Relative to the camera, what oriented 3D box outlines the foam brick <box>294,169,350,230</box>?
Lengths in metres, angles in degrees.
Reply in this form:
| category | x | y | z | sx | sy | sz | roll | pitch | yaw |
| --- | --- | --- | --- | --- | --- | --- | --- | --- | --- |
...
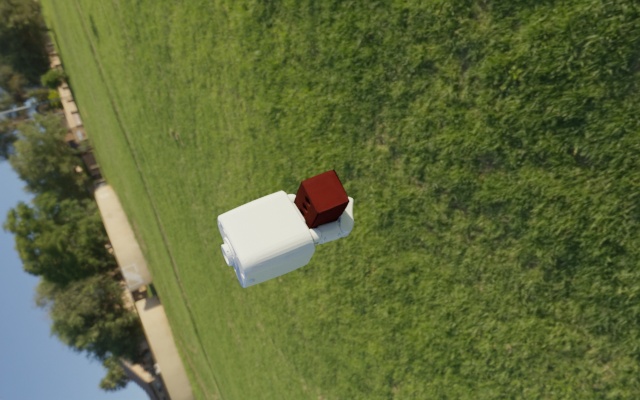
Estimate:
| category | x | y | z | sx | sy | sz | roll | pitch | yaw |
| --- | --- | --- | --- | --- | --- | --- | --- | --- | --- |
| foam brick | 0.000 | 0.002 | 0.671 | 0.051 | 0.053 | 0.078 | -20 | -18 | -20 |
